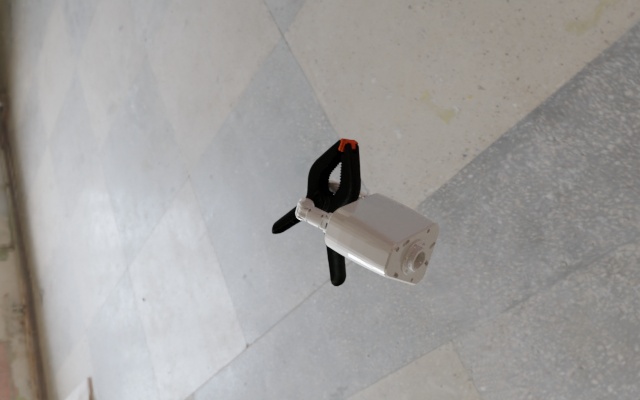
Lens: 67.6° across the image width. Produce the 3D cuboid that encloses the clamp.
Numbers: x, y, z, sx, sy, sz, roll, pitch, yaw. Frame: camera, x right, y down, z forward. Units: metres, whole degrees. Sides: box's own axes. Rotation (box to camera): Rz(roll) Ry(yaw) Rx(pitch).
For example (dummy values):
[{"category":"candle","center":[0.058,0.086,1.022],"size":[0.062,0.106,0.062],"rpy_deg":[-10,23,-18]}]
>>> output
[{"category":"clamp","center":[0.000,0.002,0.725],"size":[0.164,0.210,0.036],"rpy_deg":[27,19,38]}]
